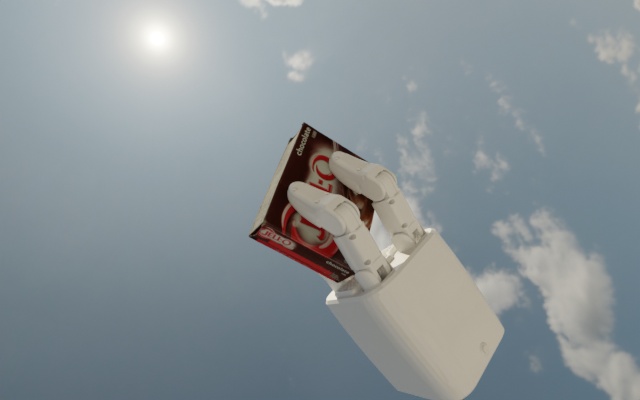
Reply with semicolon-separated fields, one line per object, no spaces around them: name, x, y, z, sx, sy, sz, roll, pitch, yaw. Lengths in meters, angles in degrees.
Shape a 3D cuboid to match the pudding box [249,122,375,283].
pudding box;0.000;0.001;0.413;0.090;0.113;0.039;30;-38;-18
